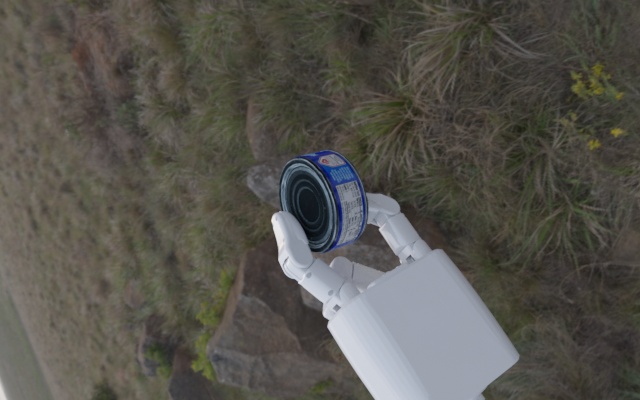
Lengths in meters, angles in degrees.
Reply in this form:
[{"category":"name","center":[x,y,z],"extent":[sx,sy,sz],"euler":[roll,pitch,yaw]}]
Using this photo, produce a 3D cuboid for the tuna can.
[{"category":"tuna can","center":[0.000,0.001,0.409],"extent":[0.034,0.086,0.086],"euler":[-16,9,-34]}]
